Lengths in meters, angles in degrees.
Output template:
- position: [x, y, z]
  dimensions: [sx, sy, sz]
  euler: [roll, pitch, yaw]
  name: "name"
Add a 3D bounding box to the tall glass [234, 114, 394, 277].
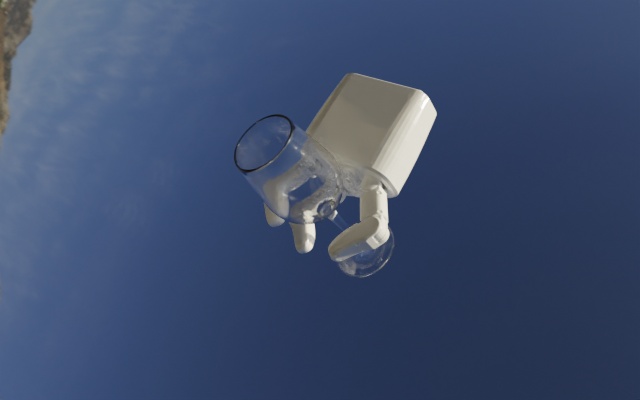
- position: [0.000, 0.002, 0.477]
  dimensions: [0.079, 0.079, 0.201]
  euler: [0, -31, 36]
  name: "tall glass"
